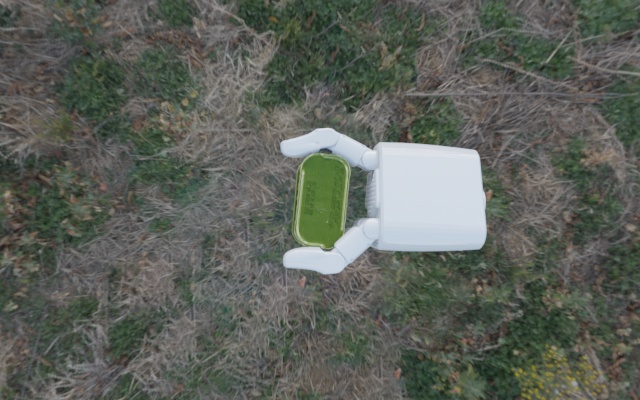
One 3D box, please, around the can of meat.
[{"bbox_3d":[0.000,0.002,0.518,0.057,0.102,0.084,5,-2,-3],"label":"can of meat"}]
